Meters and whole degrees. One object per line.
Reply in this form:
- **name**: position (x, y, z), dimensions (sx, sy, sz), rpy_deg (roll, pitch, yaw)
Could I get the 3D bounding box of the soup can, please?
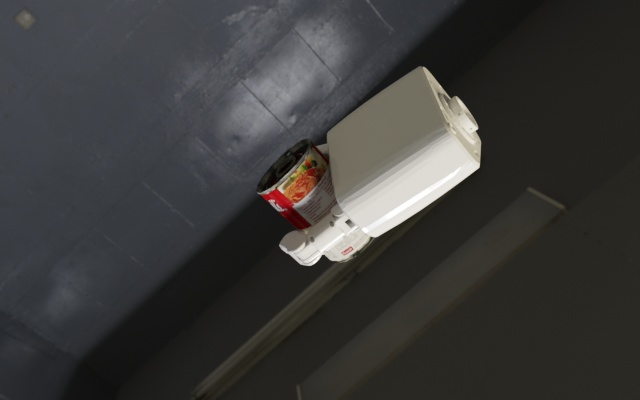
- **soup can**: position (0.000, 0.002, 0.447), dimensions (0.102, 0.068, 0.068), rpy_deg (45, -18, -20)
